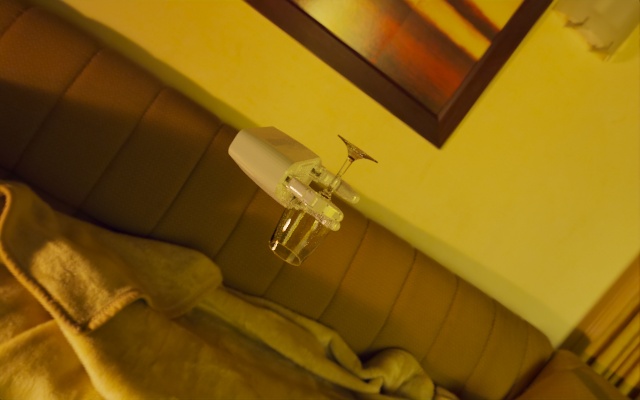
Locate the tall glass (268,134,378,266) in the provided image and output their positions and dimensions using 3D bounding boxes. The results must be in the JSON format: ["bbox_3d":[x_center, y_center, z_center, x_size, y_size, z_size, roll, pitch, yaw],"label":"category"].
[{"bbox_3d":[0.001,0.002,0.730,0.079,0.201,0.079,34,8,-6],"label":"tall glass"}]
